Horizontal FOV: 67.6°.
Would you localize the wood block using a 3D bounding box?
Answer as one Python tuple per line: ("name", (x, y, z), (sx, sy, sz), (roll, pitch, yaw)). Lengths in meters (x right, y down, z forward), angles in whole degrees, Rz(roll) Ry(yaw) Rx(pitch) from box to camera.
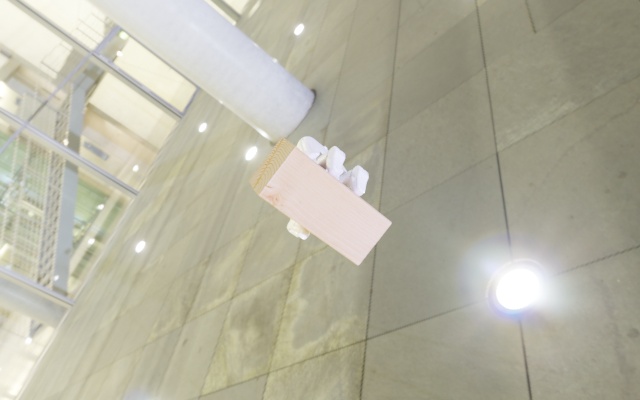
("wood block", (0.000, 0.003, 0.761), (0.206, 0.091, 0.090), (37, 3, -24))
